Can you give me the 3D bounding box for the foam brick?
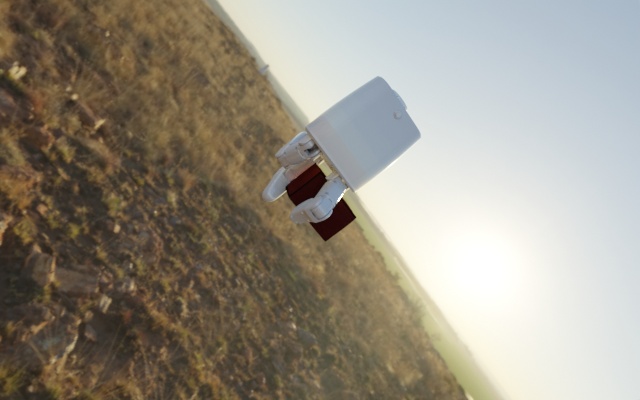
[{"bbox_3d":[0.000,0.002,0.602,0.051,0.078,0.053,-37,19,3],"label":"foam brick"}]
